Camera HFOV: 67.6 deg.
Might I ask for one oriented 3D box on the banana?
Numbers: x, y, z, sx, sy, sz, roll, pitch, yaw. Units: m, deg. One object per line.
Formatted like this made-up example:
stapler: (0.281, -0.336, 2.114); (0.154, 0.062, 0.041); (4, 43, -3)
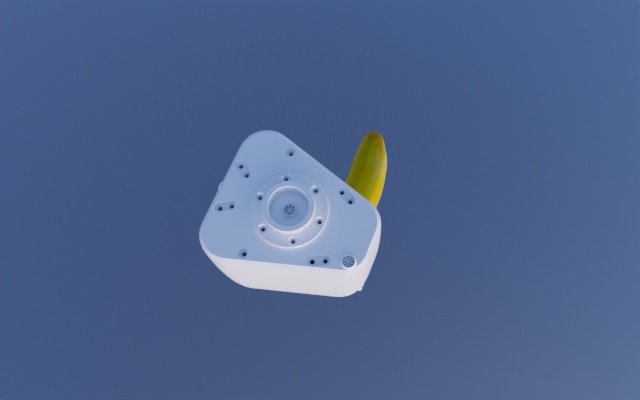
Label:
banana: (0.011, 0.016, 0.466); (0.069, 0.198, 0.037); (41, -10, 18)
